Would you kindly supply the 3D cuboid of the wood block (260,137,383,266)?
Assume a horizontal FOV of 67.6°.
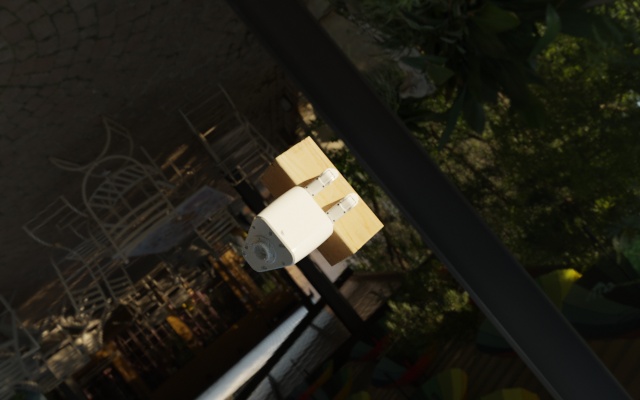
[{"bbox_3d":[0.000,0.003,0.855,0.090,0.206,0.091,-38,-2,-34],"label":"wood block"}]
